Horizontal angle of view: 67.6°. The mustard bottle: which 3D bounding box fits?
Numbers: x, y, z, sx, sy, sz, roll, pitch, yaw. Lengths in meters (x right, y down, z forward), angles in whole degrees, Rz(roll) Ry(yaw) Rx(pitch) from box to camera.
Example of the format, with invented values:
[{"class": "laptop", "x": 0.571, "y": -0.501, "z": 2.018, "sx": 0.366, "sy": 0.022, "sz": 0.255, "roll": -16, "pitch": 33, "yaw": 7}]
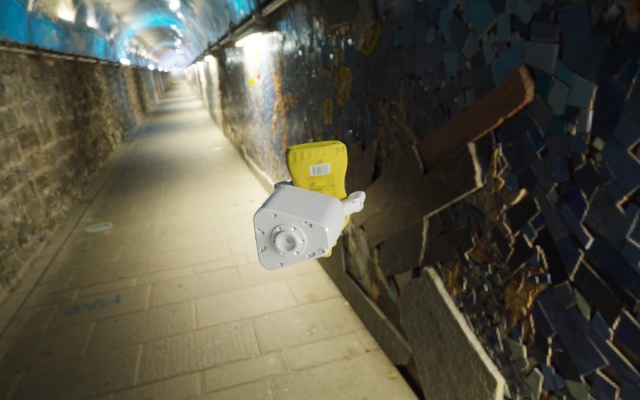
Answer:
[{"class": "mustard bottle", "x": 0.000, "y": 0.002, "z": 0.784, "sx": 0.096, "sy": 0.192, "sz": 0.058, "roll": -9, "pitch": 17, "yaw": -11}]
